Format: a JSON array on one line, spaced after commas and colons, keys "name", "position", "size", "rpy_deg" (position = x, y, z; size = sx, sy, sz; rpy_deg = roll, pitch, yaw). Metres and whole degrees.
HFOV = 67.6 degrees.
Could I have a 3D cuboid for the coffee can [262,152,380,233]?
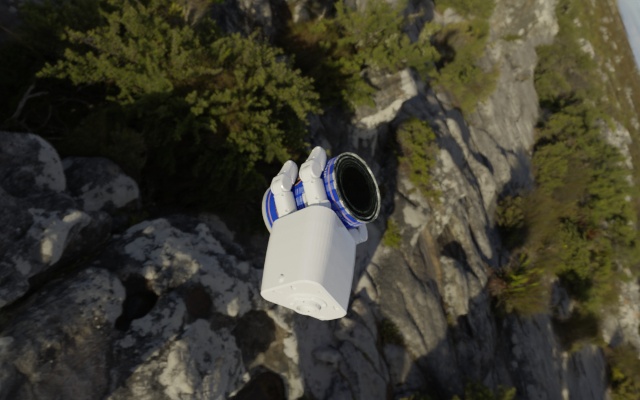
[{"name": "coffee can", "position": [0.000, 0.002, 0.691], "size": [0.140, 0.102, 0.103], "rpy_deg": [-22, -14, 37]}]
